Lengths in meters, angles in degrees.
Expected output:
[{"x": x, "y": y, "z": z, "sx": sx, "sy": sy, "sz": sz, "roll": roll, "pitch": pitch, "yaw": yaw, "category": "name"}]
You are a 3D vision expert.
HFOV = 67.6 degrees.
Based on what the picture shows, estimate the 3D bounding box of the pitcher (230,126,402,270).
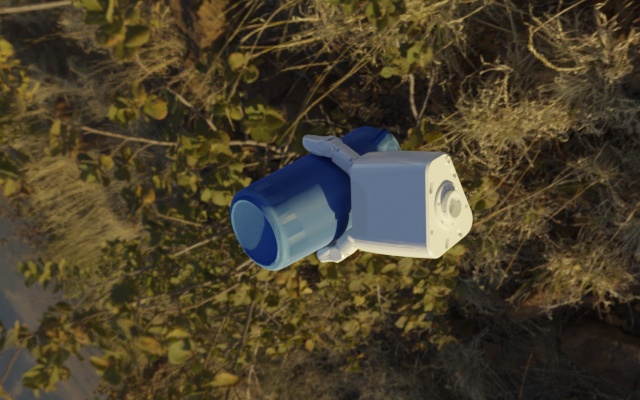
[{"x": 0.000, "y": 0.002, "z": 0.653, "sx": 0.242, "sy": 0.149, "sz": 0.145, "roll": -28, "pitch": 21, "yaw": -39, "category": "pitcher"}]
